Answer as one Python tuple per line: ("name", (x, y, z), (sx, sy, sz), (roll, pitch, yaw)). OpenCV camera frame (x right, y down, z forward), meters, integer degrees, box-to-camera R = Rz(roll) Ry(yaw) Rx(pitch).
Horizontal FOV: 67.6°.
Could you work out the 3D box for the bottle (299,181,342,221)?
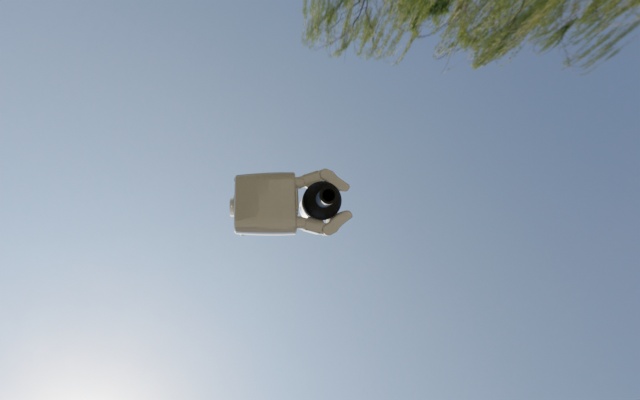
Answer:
("bottle", (0.000, 0.003, 0.849), (0.069, 0.069, 0.296), (0, -4, -5))
